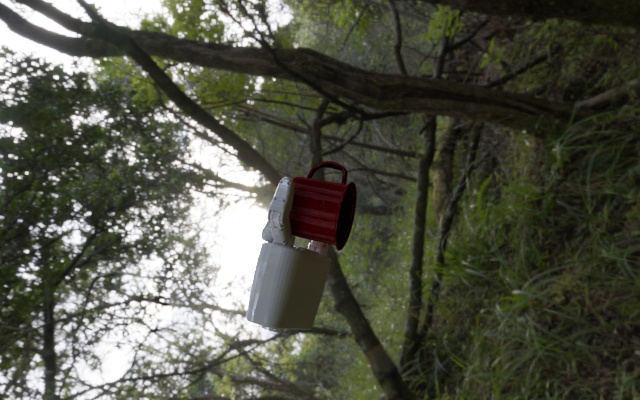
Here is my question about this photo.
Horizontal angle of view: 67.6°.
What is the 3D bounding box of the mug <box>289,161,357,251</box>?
[{"bbox_3d":[0.000,0.001,0.646,0.081,0.117,0.093,11,-9,16],"label":"mug"}]
